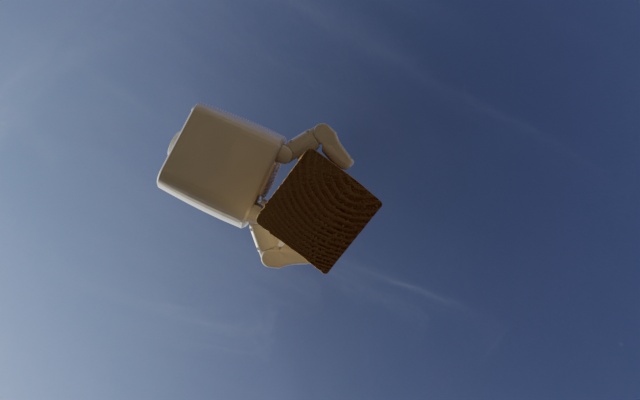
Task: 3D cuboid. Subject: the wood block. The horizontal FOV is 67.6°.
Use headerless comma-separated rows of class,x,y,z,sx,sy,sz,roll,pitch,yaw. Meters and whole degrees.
wood block,0.000,0.001,0.552,0.090,0.091,0.206,37,5,-3
